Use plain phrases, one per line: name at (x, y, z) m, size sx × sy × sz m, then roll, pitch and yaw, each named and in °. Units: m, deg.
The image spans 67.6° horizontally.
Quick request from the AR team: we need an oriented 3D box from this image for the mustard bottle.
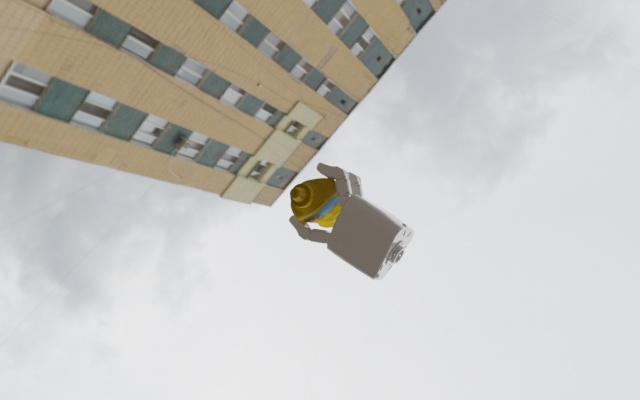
mustard bottle at (0.000, 0.003, 0.861) m, size 0.096 × 0.058 × 0.192 m, roll -37°, pitch -22°, yaw 17°
